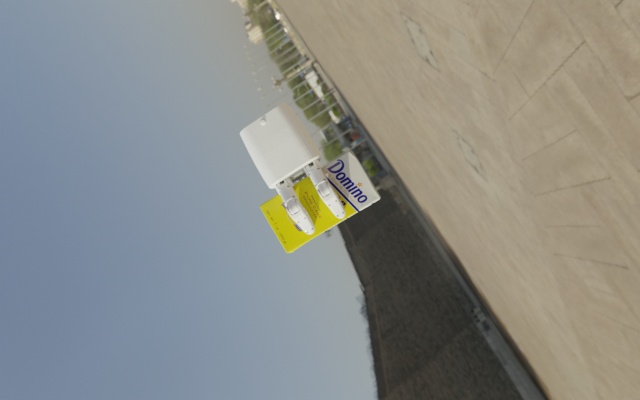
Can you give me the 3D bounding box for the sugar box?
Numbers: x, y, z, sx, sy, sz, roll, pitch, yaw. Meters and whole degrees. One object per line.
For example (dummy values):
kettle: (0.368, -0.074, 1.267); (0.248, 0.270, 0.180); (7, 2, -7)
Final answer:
sugar box: (0.000, 0.002, 0.780); (0.176, 0.093, 0.048); (-32, -5, 7)
